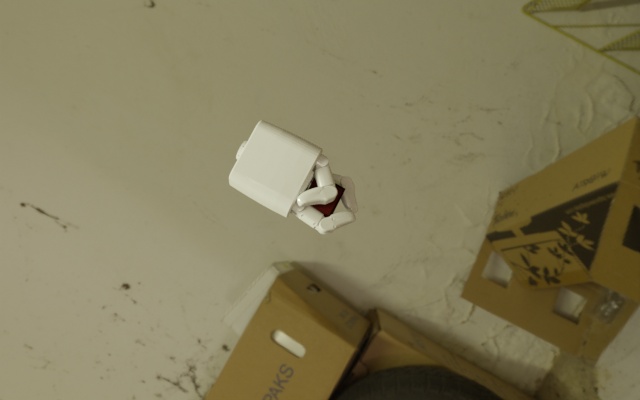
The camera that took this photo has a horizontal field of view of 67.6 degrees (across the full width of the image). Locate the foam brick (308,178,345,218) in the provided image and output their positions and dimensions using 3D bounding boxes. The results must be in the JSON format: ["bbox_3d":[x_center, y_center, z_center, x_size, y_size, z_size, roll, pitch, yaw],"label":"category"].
[{"bbox_3d":[0.000,0.003,0.760,0.051,0.053,0.078,27,-21,1],"label":"foam brick"}]
